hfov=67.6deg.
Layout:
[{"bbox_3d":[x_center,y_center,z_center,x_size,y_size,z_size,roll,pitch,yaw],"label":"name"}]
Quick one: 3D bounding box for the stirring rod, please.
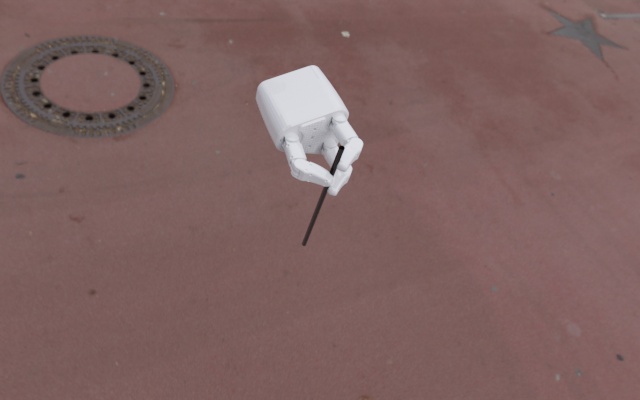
[{"bbox_3d":[0.000,0.002,0.718,0.011,0.011,0.240,0,-36,-17],"label":"stirring rod"}]
